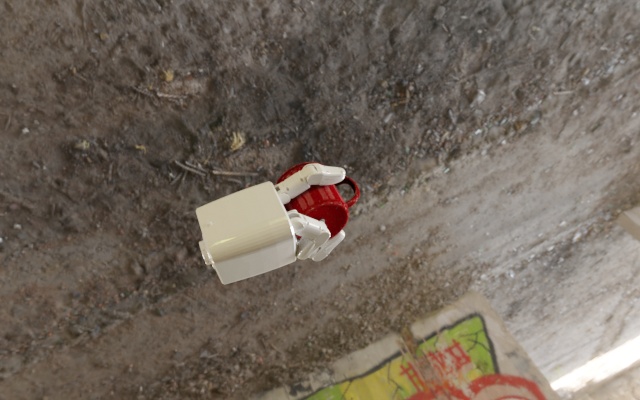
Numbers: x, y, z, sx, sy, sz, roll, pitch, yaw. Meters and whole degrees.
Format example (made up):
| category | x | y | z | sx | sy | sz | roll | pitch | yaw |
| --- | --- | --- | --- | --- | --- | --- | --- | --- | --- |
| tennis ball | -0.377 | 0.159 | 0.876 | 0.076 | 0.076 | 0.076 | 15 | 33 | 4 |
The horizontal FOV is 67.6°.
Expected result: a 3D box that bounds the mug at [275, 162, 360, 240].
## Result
| category | x | y | z | sx | sy | sz | roll | pitch | yaw |
| --- | --- | --- | --- | --- | --- | --- | --- | --- | --- |
| mug | 0.002 | 0.002 | 0.680 | 0.117 | 0.093 | 0.081 | -20 | 48 | -10 |
